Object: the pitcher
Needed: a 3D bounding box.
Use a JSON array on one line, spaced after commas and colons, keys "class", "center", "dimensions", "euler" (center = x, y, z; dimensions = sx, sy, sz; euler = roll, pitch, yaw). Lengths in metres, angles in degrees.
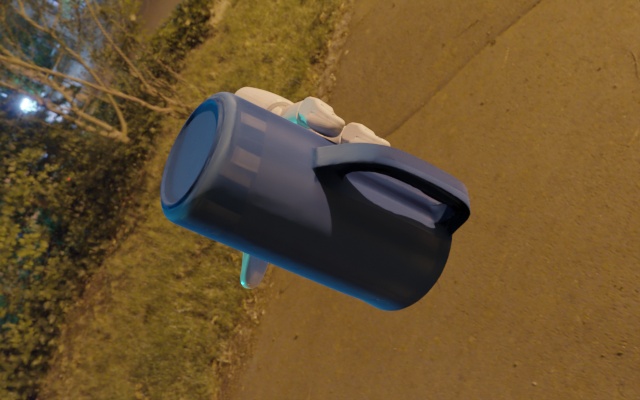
[{"class": "pitcher", "center": [0.000, 0.001, 0.416], "dimensions": [0.243, 0.149, 0.145], "euler": [25, 9, -34]}]
